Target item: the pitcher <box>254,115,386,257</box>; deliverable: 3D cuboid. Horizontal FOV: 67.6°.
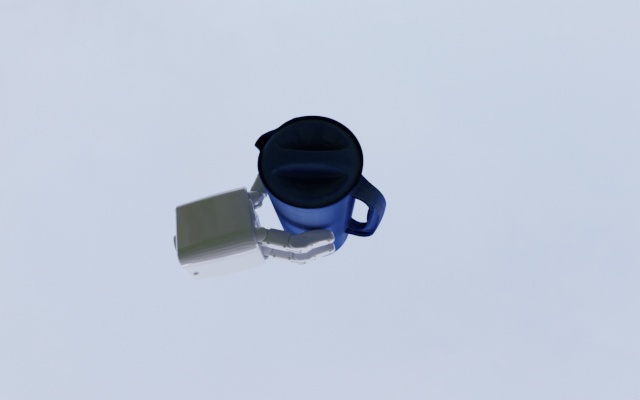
[{"bbox_3d":[0.000,0.002,0.692,0.145,0.149,0.243,-16,-24,-5],"label":"pitcher"}]
